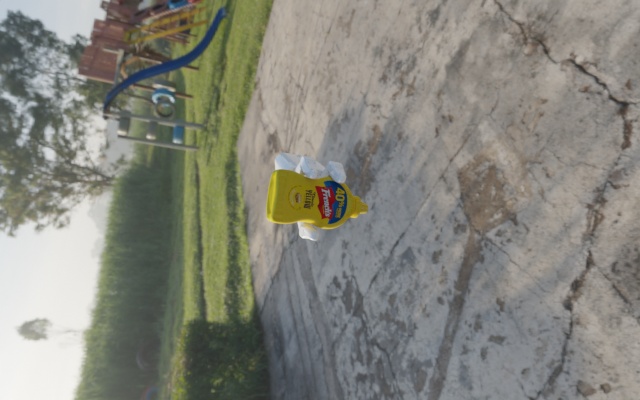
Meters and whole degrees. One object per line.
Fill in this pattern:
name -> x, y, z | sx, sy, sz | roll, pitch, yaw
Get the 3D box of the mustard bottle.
mustard bottle -> 0.000, 0.003, 0.881 | 0.191, 0.096, 0.058 | 8, -5, -22
